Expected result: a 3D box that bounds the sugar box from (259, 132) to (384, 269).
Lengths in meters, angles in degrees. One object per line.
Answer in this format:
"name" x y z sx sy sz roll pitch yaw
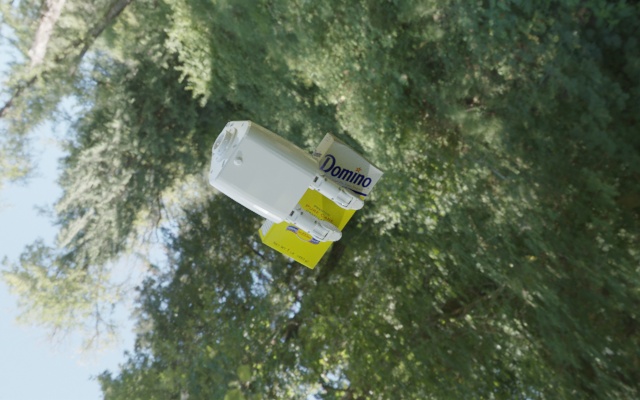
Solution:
"sugar box" 0.000 0.002 0.679 0.093 0.176 0.048 31 12 -25
